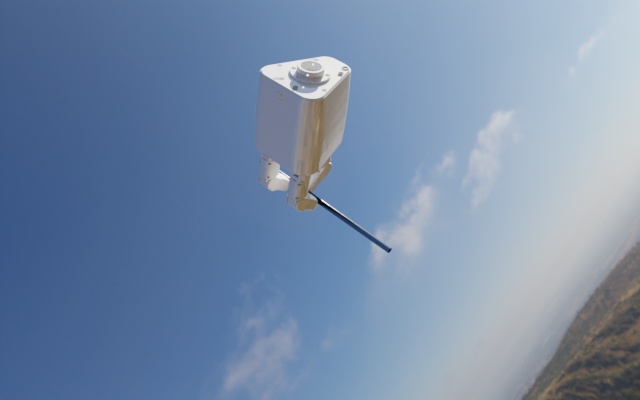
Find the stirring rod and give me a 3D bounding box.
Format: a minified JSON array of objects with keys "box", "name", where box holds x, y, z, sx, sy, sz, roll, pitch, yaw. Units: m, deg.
[{"box":[0.000,0.002,0.661,0.239,0.011,0.011,35,17,26],"name":"stirring rod"}]
